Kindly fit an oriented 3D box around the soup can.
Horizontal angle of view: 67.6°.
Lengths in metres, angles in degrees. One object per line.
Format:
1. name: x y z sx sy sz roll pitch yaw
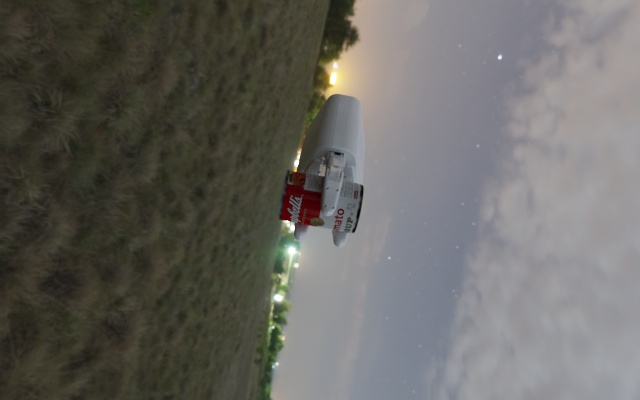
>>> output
1. soup can: 0.000 0.002 0.629 0.102 0.068 0.068 11 -1 -2
